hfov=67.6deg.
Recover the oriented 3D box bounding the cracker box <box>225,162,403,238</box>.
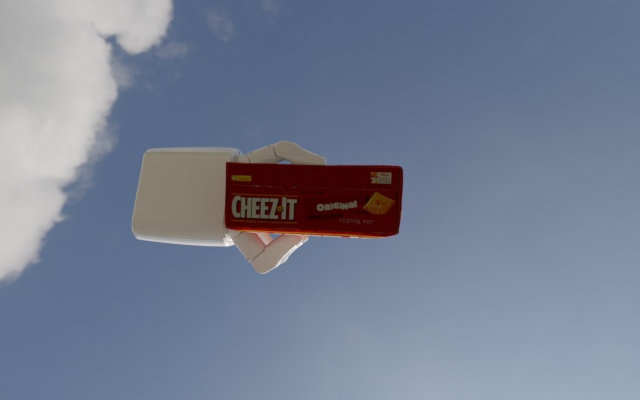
[{"bbox_3d":[0.000,0.002,0.536,0.164,0.072,0.213,1,-1,5],"label":"cracker box"}]
